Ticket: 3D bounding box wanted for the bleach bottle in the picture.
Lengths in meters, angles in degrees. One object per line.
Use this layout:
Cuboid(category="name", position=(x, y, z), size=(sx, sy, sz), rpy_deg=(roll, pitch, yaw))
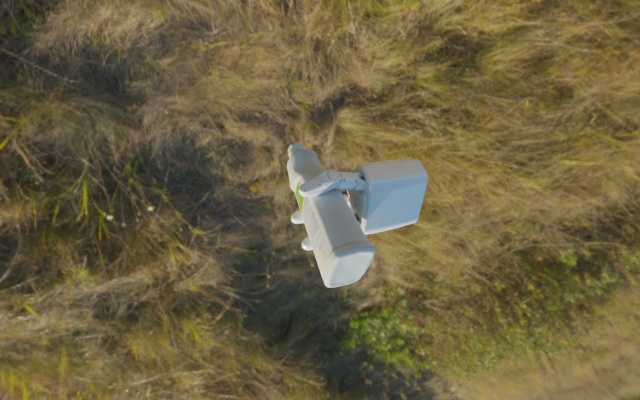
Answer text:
Cuboid(category="bleach bottle", position=(0.000, 0.003, 0.739), size=(0.068, 0.250, 0.103), rpy_deg=(-9, -35, -21))
